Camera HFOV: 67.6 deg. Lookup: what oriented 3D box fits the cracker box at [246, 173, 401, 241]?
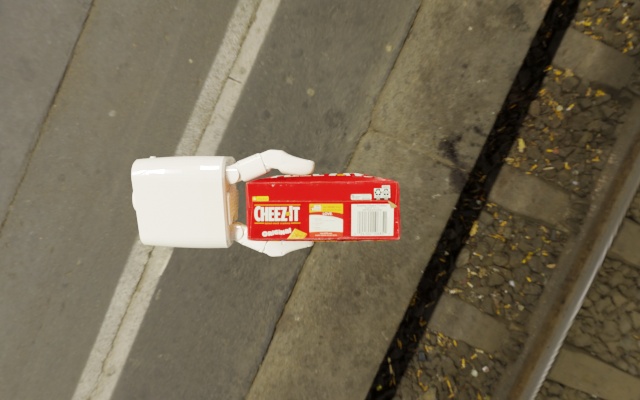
[{"bbox_3d":[0.000,0.002,0.602,0.164,0.072,0.213,-1,5,-2],"label":"cracker box"}]
